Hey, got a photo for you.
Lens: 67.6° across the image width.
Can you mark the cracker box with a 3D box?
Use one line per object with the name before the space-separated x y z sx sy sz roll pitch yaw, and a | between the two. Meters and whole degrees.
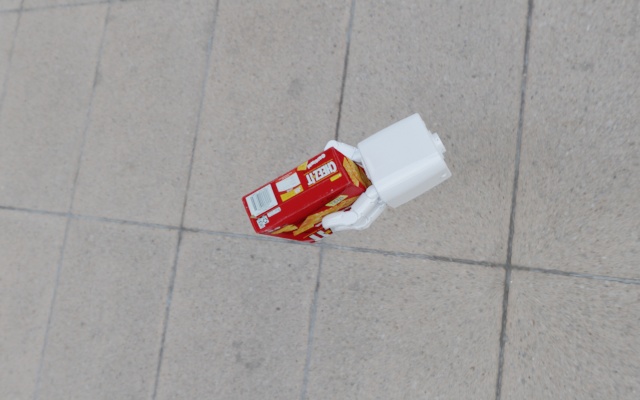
cracker box | 0.000 0.002 0.777 0.164 0.072 0.214 -29 -18 15
